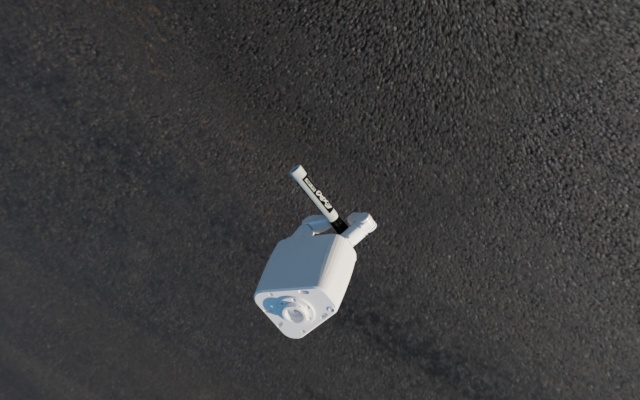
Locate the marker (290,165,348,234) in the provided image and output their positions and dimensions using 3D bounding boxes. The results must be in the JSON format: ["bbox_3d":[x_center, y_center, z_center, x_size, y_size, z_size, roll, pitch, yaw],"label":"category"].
[{"bbox_3d":[0.000,0.002,0.667,0.020,0.121,0.020,-33,20,14],"label":"marker"}]
